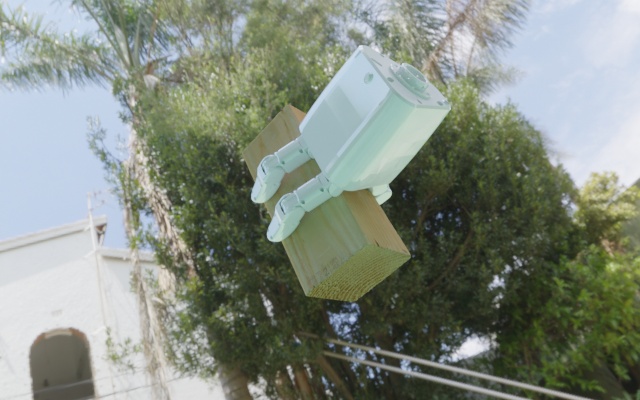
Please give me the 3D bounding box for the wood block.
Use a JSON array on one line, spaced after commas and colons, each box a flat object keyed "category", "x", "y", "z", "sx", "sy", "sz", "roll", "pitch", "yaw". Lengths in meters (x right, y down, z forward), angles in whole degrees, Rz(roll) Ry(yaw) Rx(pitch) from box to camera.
[{"category": "wood block", "x": 0.000, "y": 0.001, "z": 0.543, "sx": 0.090, "sy": 0.206, "sz": 0.091, "roll": -43, "pitch": -36, "yaw": 21}]
